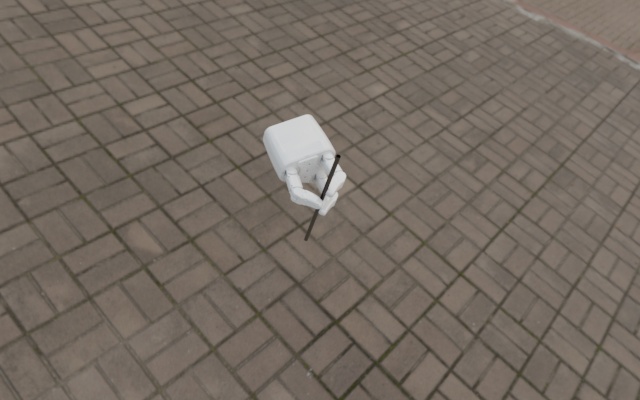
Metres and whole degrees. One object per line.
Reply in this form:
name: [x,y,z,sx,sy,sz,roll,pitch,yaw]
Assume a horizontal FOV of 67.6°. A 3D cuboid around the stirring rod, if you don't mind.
stirring rod: [0.000,0.003,0.875,0.011,0.011,0.240,0,-39,-18]
